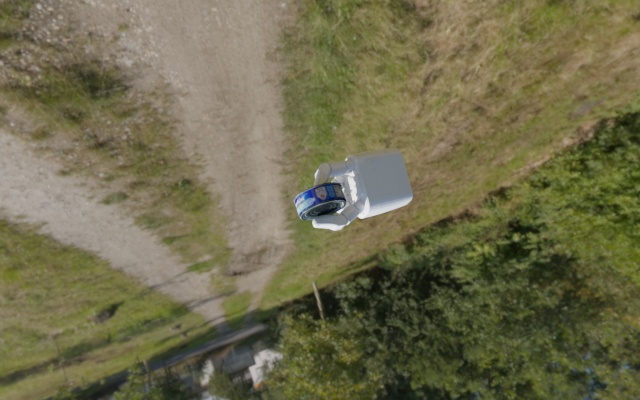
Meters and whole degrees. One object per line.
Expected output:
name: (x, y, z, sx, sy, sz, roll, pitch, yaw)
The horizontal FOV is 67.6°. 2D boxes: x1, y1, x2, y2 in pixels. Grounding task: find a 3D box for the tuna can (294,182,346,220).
tuna can: (0.000, 0.003, 0.810, 0.086, 0.033, 0.086, -17, -18, -6)
